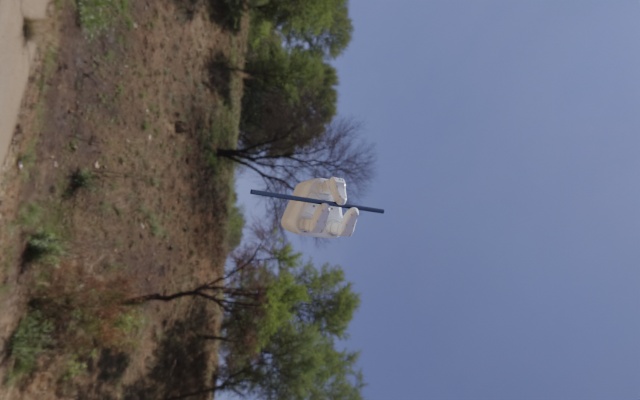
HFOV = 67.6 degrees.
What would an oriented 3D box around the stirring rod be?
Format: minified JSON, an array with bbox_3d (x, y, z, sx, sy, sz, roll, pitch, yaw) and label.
[{"bbox_3d":[0.000,0.003,0.804,0.239,0.011,0.011,9,-3,-21],"label":"stirring rod"}]
